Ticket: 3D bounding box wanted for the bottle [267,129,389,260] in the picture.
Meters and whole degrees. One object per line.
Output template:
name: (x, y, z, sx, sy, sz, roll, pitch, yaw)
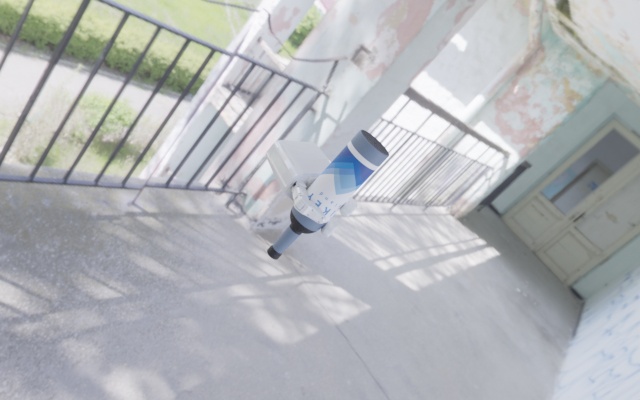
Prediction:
bottle: (0.000, 0.003, 0.863, 0.296, 0.069, 0.069, -48, -22, 22)
